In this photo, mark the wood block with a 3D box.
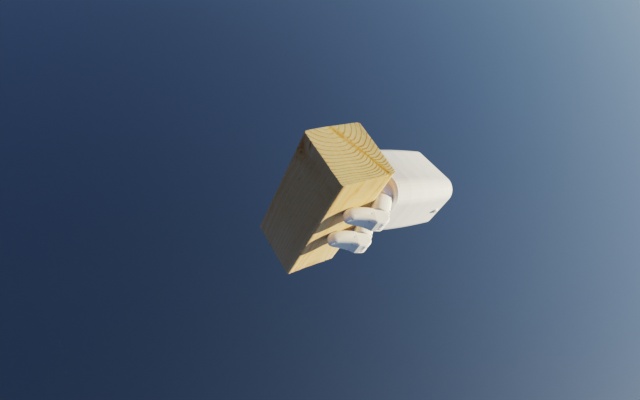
[{"bbox_3d":[0.000,0.002,0.651,0.090,0.090,0.206,-15,-29,-35],"label":"wood block"}]
